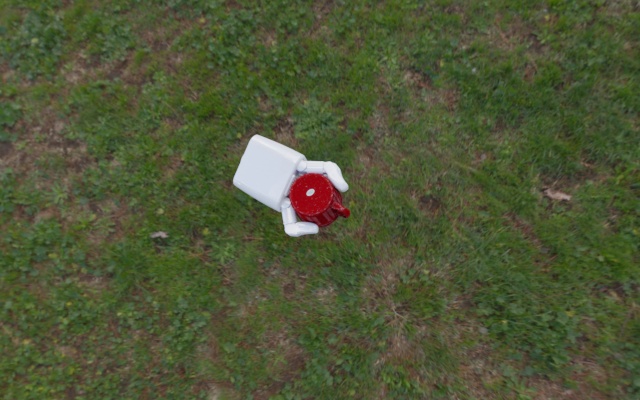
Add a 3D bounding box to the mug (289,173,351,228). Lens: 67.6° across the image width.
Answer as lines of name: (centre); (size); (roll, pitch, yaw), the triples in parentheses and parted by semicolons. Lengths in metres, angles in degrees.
mug: (0.001, 0.004, 0.874); (0.117, 0.093, 0.081); (26, -8, 15)
